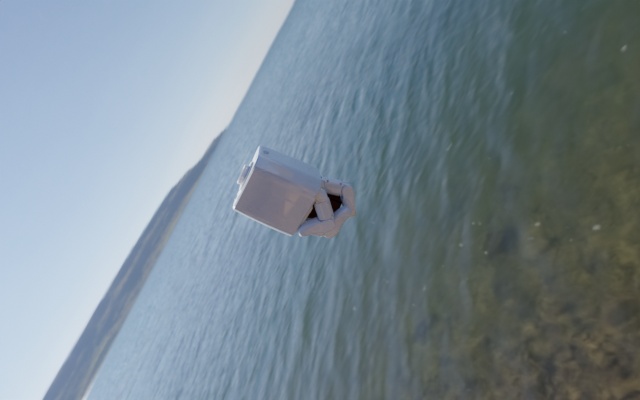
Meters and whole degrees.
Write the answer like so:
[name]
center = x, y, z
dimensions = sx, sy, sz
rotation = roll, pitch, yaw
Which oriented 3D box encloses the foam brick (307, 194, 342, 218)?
[foam brick]
center = 0.000, 0.003, 0.818
dimensions = 0.051, 0.053, 0.078
rotation = 20, 18, -12
